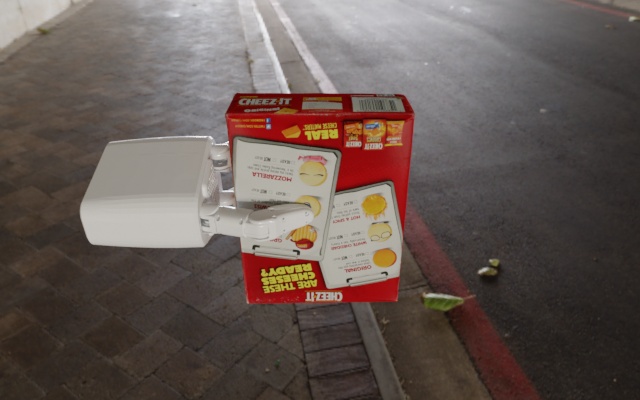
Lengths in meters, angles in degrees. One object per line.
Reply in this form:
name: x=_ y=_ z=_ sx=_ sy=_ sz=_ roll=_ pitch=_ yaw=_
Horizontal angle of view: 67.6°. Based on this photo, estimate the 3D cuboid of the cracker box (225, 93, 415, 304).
cracker box: x=0.000 y=0.002 z=0.482 sx=0.164 sy=0.214 sz=0.072 roll=-1 pitch=31 yaw=0
